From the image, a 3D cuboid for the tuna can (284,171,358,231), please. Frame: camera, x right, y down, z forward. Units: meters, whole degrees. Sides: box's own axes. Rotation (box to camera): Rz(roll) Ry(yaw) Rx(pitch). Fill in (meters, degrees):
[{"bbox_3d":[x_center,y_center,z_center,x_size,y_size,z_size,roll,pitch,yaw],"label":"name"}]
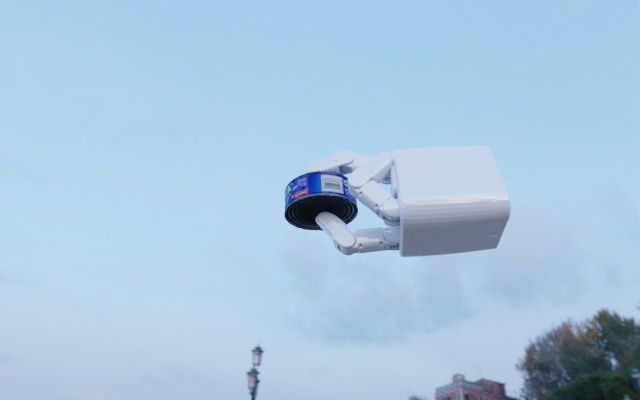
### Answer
[{"bbox_3d":[0.000,0.001,0.560,0.086,0.033,0.086,-3,-30,-2],"label":"tuna can"}]
